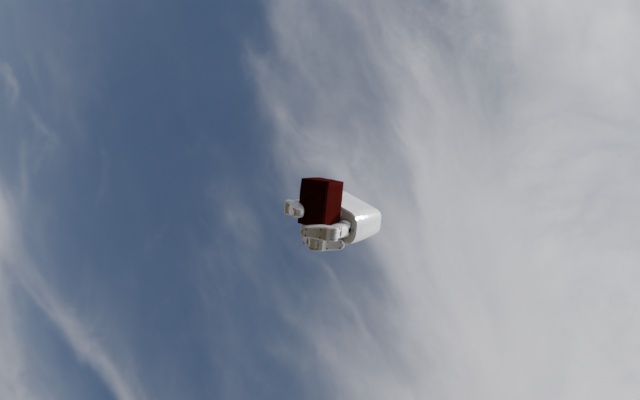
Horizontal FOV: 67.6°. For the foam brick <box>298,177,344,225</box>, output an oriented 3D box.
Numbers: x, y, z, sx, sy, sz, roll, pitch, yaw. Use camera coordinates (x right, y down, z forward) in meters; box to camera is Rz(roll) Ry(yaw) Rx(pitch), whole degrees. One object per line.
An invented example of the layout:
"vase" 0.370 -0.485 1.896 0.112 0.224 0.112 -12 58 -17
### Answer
"foam brick" 0.000 0.002 0.784 0.053 0.078 0.051 12 11 32
